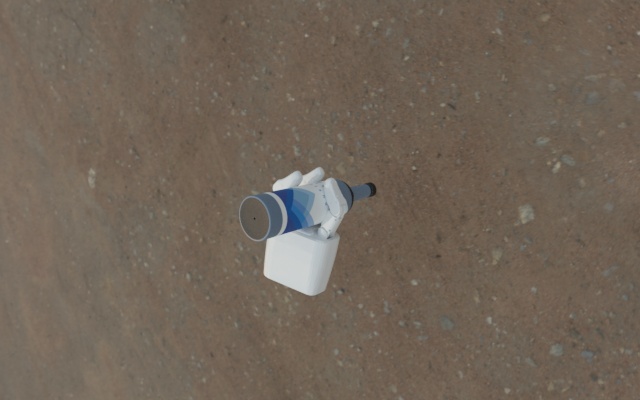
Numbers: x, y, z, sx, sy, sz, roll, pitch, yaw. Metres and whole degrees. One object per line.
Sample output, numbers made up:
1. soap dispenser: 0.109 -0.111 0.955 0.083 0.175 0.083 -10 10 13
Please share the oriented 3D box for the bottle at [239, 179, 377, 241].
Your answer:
1. bottle: 0.000 0.003 0.790 0.069 0.069 0.295 0 9 41
